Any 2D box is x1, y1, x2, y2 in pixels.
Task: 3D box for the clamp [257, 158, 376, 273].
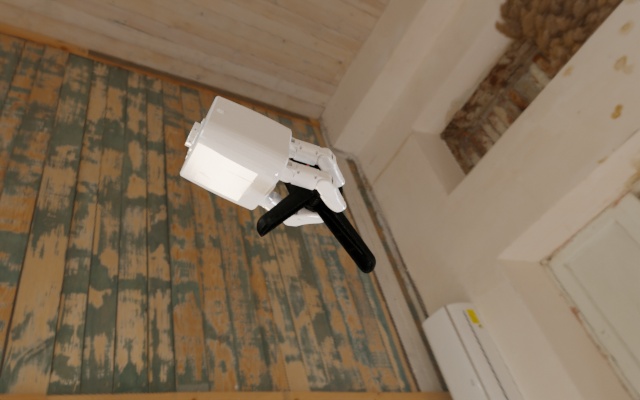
[{"bbox_3d":[-0.001,0.002,0.644,0.164,0.036,0.209,27,35,-19],"label":"clamp"}]
